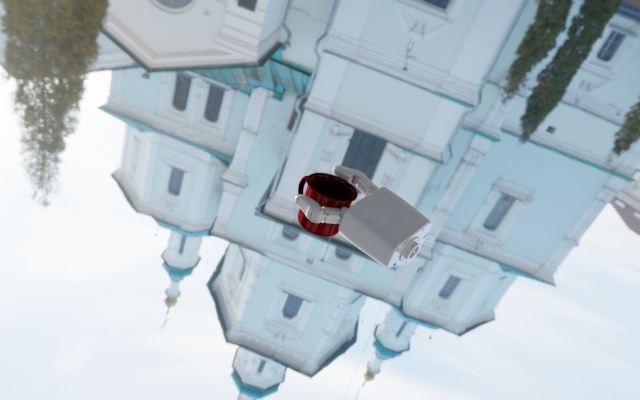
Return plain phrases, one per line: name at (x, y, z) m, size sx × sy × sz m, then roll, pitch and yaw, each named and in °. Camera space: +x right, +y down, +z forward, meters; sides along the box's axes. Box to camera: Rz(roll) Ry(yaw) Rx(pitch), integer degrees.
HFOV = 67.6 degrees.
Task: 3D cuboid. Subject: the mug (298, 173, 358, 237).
mug at (-0.001, 0.002, 0.842) m, size 0.117 × 0.081 × 0.093 m, roll 38°, pitch 33°, yaw 30°
